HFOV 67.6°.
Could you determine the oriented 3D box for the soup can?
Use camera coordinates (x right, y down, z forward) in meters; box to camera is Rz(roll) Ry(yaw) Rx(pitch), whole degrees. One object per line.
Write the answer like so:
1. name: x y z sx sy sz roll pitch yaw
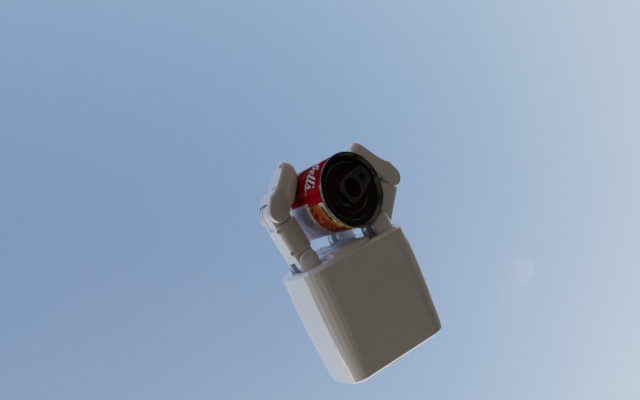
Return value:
1. soup can: 0.000 0.001 0.448 0.068 0.068 0.102 0 -13 -35
